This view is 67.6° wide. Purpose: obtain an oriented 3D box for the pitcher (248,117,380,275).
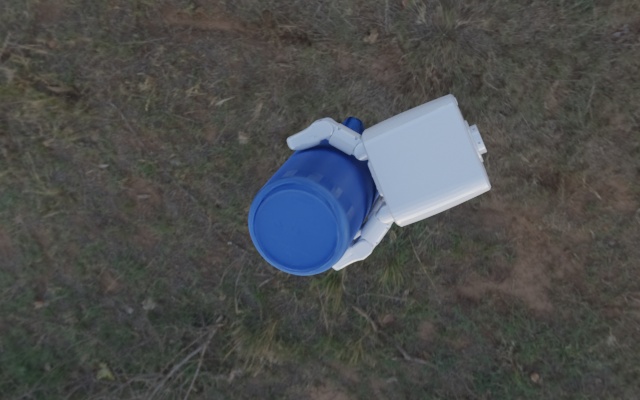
[{"bbox_3d":[0.000,0.002,0.589,0.145,0.149,0.242,-22,12,20],"label":"pitcher"}]
